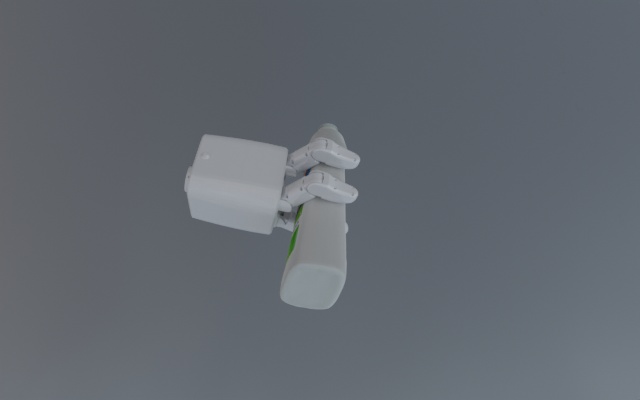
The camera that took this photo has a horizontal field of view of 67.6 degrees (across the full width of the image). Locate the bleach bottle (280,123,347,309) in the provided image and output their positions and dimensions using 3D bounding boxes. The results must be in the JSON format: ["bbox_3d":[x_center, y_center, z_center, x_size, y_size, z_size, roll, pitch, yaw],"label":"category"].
[{"bbox_3d":[0.000,0.002,0.607,0.068,0.250,0.103,11,-40,-7],"label":"bleach bottle"}]
